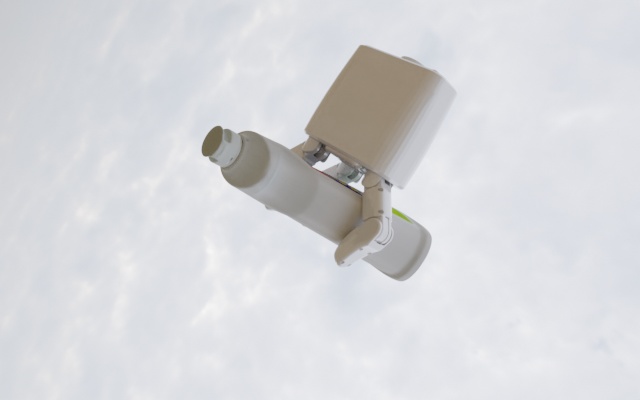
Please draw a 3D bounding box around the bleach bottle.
[{"bbox_3d":[0.000,0.002,0.458,0.251,0.068,0.102,29,4,-41],"label":"bleach bottle"}]
